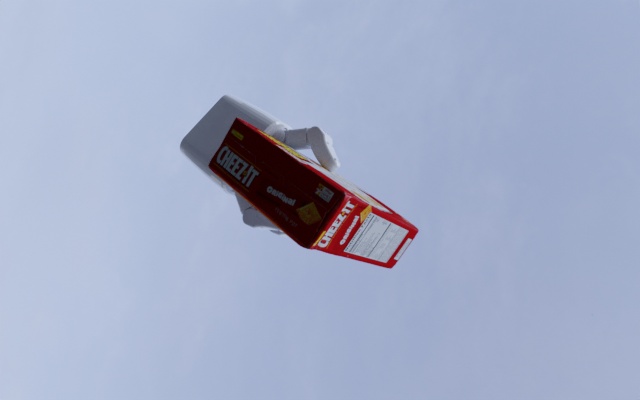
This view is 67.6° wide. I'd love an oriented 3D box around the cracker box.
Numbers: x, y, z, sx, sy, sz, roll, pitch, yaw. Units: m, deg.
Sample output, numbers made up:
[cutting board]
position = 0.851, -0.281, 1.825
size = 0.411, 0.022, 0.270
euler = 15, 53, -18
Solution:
[cracker box]
position = 0.000, 0.002, 0.553
size = 0.164, 0.072, 0.214
euler = 36, 7, 31
